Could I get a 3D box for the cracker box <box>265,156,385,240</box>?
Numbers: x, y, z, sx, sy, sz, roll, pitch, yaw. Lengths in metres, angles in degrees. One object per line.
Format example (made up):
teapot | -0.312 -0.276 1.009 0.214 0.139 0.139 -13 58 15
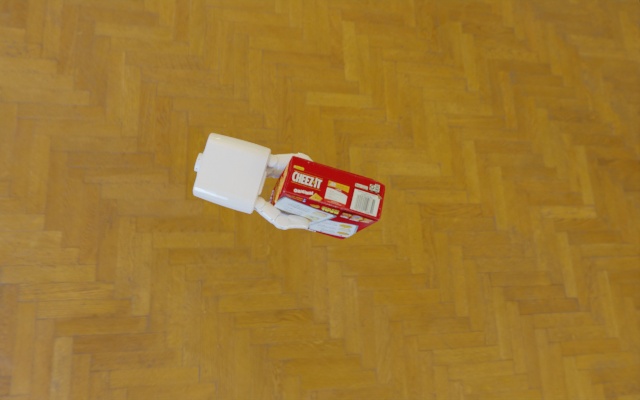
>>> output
cracker box | 0.000 0.003 0.849 0.164 0.072 0.214 16 -16 -10
